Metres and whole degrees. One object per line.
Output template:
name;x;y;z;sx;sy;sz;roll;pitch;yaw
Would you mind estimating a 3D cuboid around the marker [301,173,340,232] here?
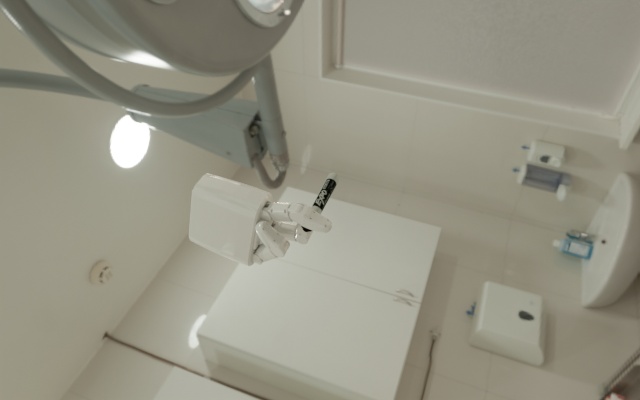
marker;0.000;0.002;0.707;0.020;0.020;0.121;0;40;28
